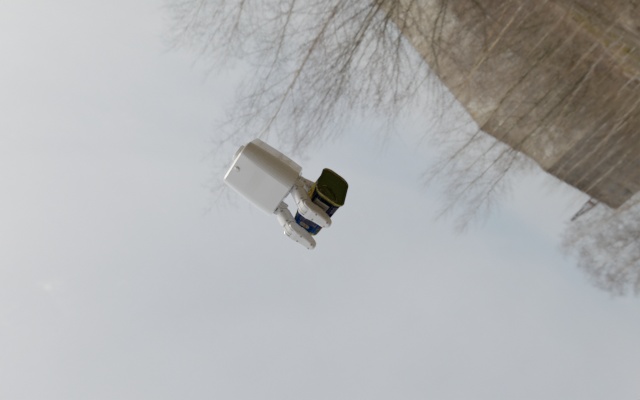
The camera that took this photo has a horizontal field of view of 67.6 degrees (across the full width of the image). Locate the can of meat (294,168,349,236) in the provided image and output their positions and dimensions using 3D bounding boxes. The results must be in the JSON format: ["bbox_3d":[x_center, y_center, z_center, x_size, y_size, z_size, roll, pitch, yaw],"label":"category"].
[{"bbox_3d":[0.000,0.003,0.856,0.057,0.084,0.102,34,29,-9],"label":"can of meat"}]
